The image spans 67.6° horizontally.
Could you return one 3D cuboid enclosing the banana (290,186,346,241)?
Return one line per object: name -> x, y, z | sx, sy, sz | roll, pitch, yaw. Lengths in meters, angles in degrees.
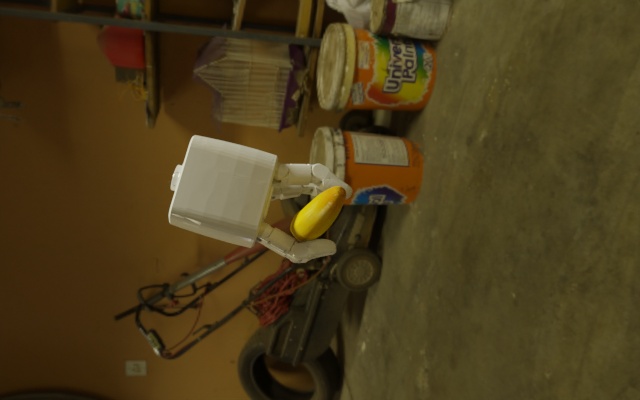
banana -> -0.009, 0.019, 0.587 | 0.037, 0.069, 0.198 | 29, -6, -5
